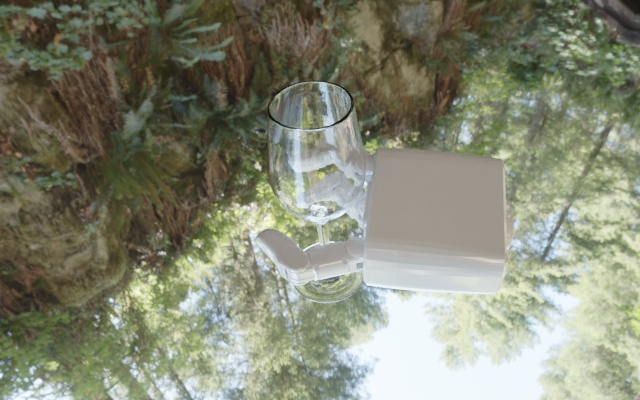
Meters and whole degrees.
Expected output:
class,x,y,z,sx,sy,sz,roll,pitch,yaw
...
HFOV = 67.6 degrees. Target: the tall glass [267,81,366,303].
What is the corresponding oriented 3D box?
class,x,y,z,sx,sy,sz,roll,pitch,yaw
tall glass,0.000,0.002,0.407,0.079,0.079,0.201,0,-44,6
